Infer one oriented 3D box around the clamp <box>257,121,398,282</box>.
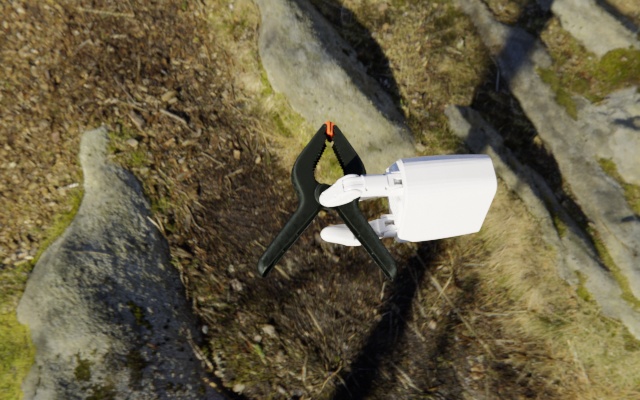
[{"bbox_3d":[0.000,0.001,0.586,0.164,0.210,0.036,-4,-20,-4],"label":"clamp"}]
